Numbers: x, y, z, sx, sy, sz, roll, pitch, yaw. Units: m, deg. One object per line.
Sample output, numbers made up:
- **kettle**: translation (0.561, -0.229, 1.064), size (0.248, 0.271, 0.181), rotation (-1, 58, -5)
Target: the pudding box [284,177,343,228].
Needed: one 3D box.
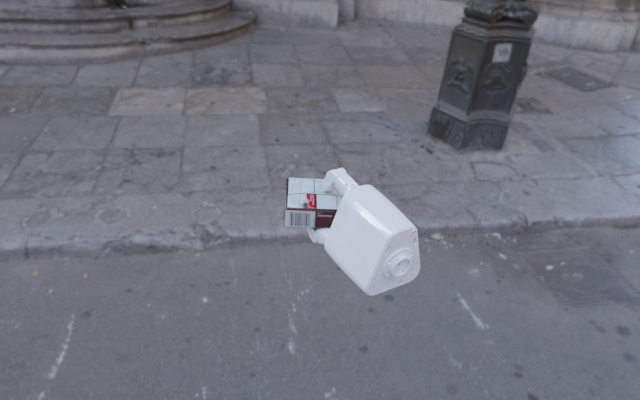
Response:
- **pudding box**: translation (0.000, 0.002, 0.750), size (0.113, 0.039, 0.090), rotation (3, 34, -4)
